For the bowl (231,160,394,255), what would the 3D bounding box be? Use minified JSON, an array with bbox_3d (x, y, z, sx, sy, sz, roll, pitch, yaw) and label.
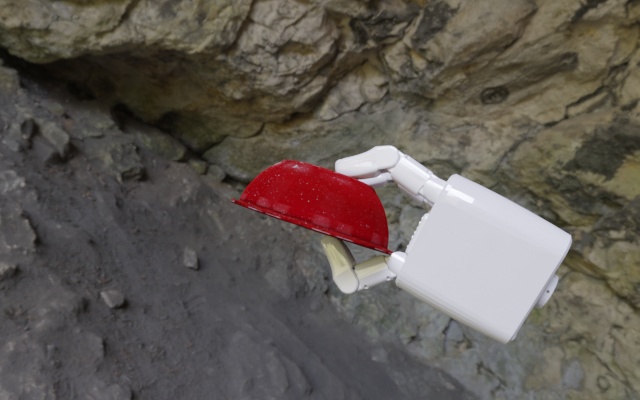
[{"bbox_3d":[-0.001,0.001,0.456,0.162,0.055,0.162,18,-3,1],"label":"bowl"}]
